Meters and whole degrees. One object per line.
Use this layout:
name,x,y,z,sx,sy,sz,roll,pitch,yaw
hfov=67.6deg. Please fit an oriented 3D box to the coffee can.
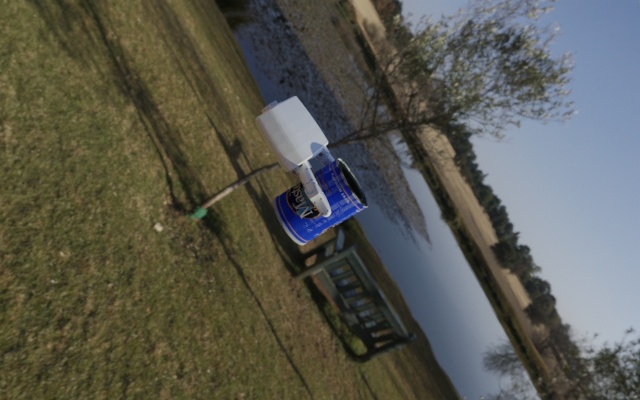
coffee can,0.000,0.003,0.863,0.140,0.103,0.103,-31,-9,14
